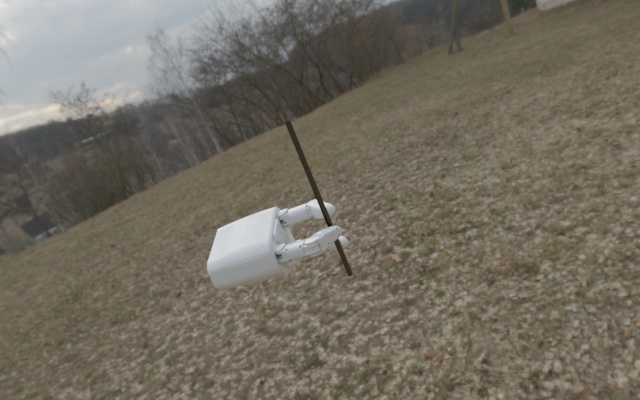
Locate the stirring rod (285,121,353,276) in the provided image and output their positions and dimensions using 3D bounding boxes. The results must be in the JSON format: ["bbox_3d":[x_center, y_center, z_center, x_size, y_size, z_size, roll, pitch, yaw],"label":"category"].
[{"bbox_3d":[0.000,0.002,0.670,0.011,0.239,0.011,-21,16,6],"label":"stirring rod"}]
